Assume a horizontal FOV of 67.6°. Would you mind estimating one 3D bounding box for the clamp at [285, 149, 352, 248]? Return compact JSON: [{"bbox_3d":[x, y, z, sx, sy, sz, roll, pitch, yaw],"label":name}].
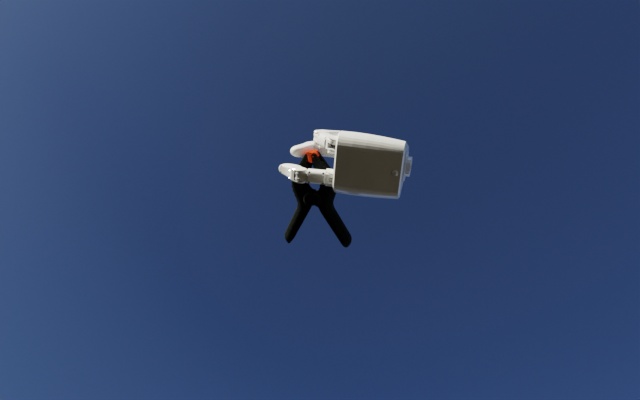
[{"bbox_3d":[0.000,0.002,0.804,0.120,0.171,0.039,9,21,12],"label":"clamp"}]
